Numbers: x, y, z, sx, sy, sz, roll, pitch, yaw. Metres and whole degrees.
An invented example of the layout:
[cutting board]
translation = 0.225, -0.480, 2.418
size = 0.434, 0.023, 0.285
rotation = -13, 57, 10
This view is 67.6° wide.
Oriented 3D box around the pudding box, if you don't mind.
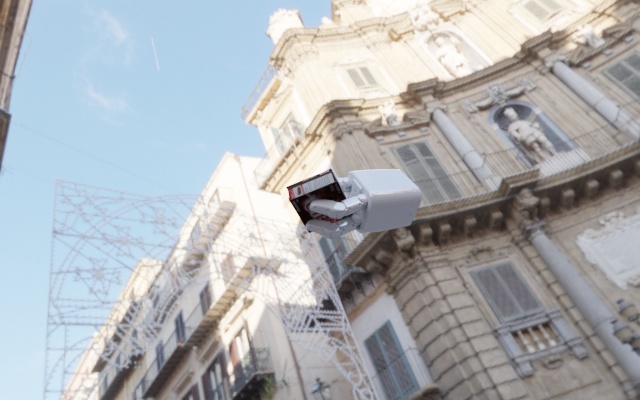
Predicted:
[pudding box]
translation = 0.000, 0.003, 0.849
size = 0.090, 0.039, 0.114
rotation = -23, -41, 5
